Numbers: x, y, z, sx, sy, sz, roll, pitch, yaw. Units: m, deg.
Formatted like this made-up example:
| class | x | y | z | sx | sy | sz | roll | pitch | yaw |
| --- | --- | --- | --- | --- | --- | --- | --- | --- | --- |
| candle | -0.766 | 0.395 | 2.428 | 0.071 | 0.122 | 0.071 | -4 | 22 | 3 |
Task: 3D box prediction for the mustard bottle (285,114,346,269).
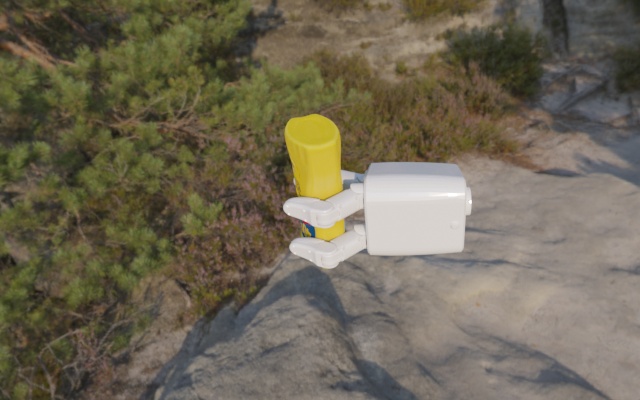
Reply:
| class | x | y | z | sx | sy | sz | roll | pitch | yaw |
| --- | --- | --- | --- | --- | --- | --- | --- | --- | --- |
| mustard bottle | 0.000 | 0.002 | 0.568 | 0.058 | 0.192 | 0.096 | -14 | 32 | -10 |
